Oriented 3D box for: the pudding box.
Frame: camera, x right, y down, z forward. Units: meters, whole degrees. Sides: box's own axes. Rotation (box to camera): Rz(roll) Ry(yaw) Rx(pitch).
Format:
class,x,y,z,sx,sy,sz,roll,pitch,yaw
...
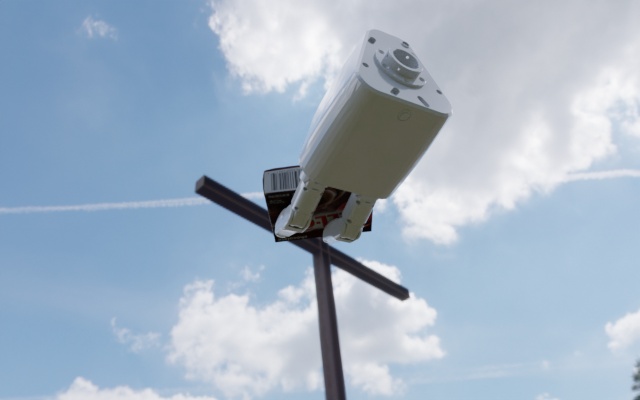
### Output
class,x,y,z,sx,sy,sz,roll,pitch,yaw
pudding box,0.000,0.002,0.511,0.113,0.039,0.090,-5,-38,0
